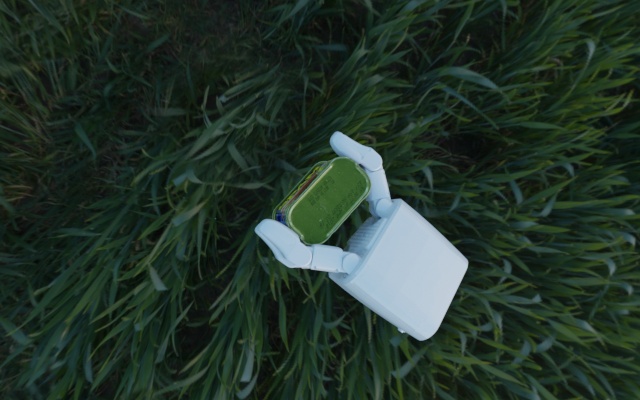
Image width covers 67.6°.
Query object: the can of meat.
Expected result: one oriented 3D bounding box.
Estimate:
[{"bbox_3d":[0.000,0.002,0.514,0.057,0.102,0.084,44,-10,-8],"label":"can of meat"}]
